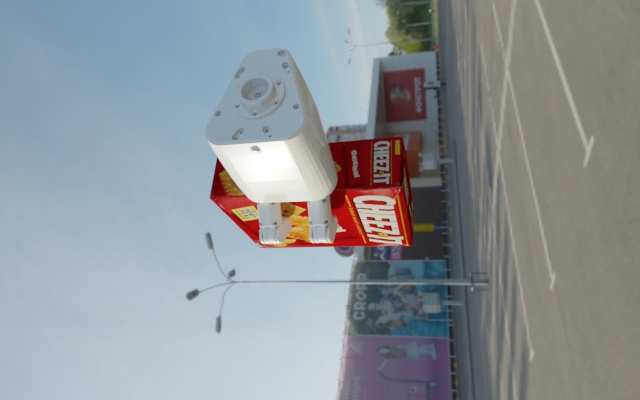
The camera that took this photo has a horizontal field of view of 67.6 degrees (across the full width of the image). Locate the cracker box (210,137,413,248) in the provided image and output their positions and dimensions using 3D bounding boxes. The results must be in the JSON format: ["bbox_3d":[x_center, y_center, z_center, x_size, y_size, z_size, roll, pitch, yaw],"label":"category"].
[{"bbox_3d":[0.000,0.002,0.581,0.214,0.072,0.164,-2,-27,14],"label":"cracker box"}]
